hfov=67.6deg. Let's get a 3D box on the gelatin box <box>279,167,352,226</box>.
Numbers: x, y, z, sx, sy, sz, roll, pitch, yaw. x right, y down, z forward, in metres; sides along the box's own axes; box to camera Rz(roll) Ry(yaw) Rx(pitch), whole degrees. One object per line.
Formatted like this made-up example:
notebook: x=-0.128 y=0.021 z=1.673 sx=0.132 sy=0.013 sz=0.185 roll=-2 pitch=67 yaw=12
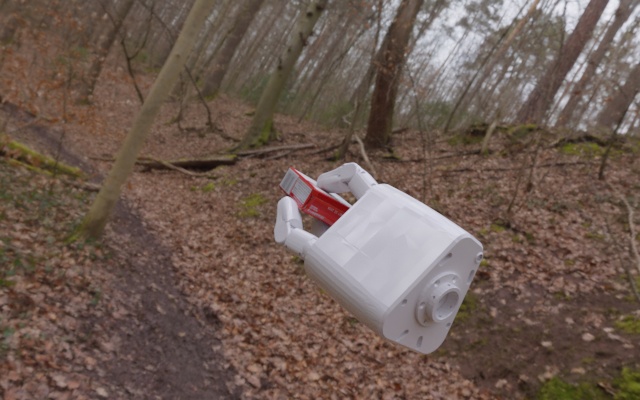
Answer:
gelatin box: x=0.000 y=0.001 z=0.537 sx=0.073 sy=0.030 sz=0.089 roll=29 pitch=7 yaw=-28
